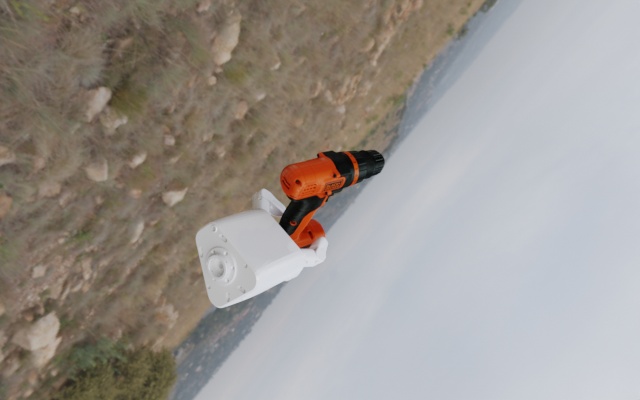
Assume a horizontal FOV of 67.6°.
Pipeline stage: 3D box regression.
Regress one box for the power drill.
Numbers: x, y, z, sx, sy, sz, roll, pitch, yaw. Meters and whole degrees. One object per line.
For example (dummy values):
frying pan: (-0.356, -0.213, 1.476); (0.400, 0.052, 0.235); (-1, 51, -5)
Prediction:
power drill: (0.000, 0.003, 0.729); (0.184, 0.188, 0.057); (-14, 53, -37)
